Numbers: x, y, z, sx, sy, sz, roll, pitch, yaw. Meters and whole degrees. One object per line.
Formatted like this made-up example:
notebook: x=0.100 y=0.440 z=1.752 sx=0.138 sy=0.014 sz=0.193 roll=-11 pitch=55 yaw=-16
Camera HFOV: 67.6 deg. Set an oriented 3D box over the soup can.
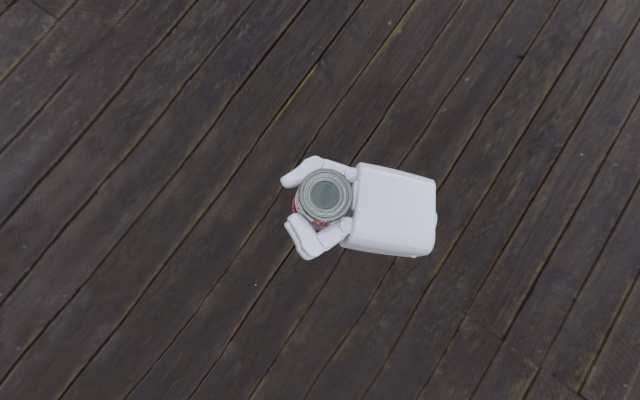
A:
soup can: x=0.000 y=0.002 z=0.616 sx=0.068 sy=0.068 sz=0.102 roll=0 pitch=-10 yaw=-8
